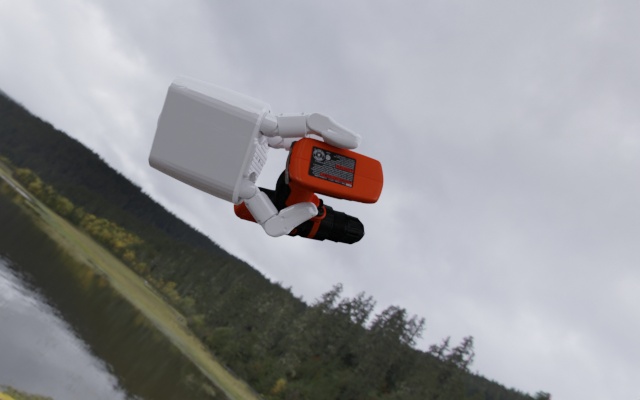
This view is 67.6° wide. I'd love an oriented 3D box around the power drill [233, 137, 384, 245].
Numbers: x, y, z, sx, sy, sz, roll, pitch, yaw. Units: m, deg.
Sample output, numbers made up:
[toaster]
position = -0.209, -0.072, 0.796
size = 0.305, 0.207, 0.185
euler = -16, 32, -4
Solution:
[power drill]
position = 0.000, 0.002, 0.580
size = 0.184, 0.057, 0.188
euler = 14, -25, -18
